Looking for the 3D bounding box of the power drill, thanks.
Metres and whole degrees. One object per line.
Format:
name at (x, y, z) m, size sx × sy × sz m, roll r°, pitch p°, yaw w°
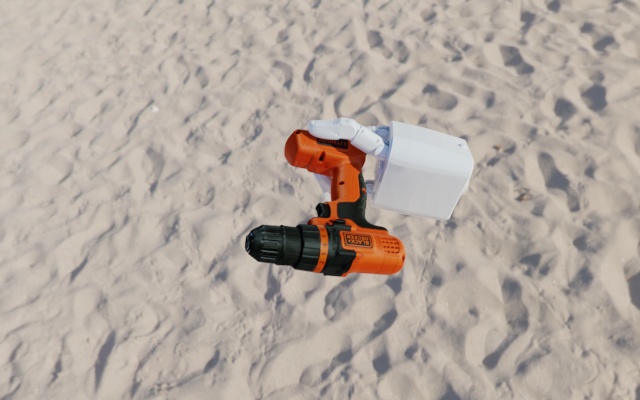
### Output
power drill at (0.000, 0.001, 0.569) m, size 0.184 × 0.187 × 0.057 m, roll 9°, pitch -39°, yaw -21°
